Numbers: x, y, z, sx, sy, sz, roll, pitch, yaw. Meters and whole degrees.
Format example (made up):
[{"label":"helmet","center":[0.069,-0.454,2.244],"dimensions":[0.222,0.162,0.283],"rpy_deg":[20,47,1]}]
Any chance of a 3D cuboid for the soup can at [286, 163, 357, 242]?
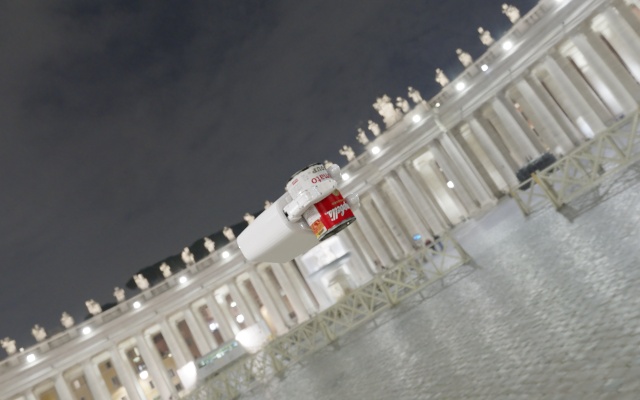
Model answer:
[{"label":"soup can","center":[0.000,0.002,0.732],"dimensions":[0.068,0.102,0.068],"rpy_deg":[-30,-11,-7]}]
